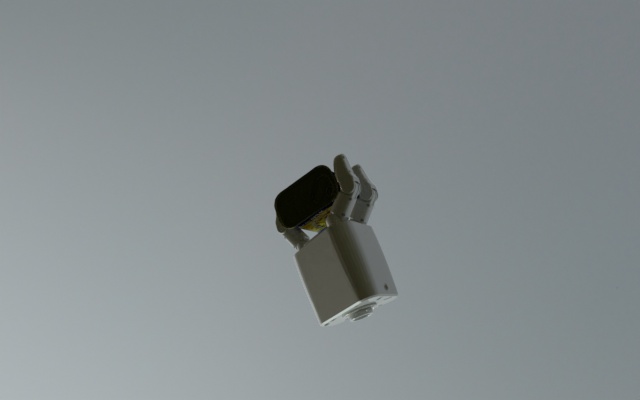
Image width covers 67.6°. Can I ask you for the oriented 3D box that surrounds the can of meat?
[{"bbox_3d":[0.000,0.002,0.684,0.102,0.057,0.084,-35,-26,22],"label":"can of meat"}]
